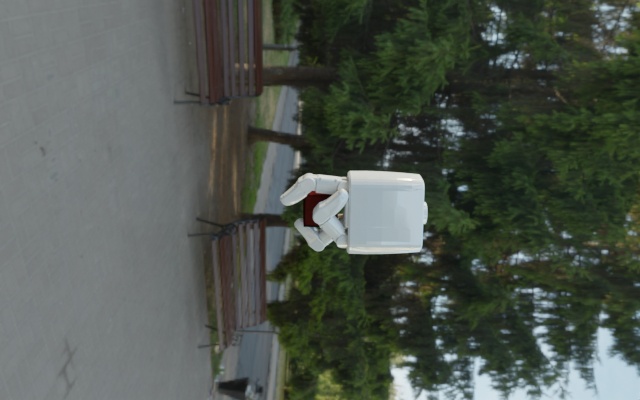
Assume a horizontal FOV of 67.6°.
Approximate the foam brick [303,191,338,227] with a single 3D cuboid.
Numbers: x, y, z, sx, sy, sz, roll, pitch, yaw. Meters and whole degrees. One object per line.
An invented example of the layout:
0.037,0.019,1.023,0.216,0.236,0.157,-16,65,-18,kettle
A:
0.000,0.002,0.728,0.051,0.053,0.078,0,23,0,foam brick
